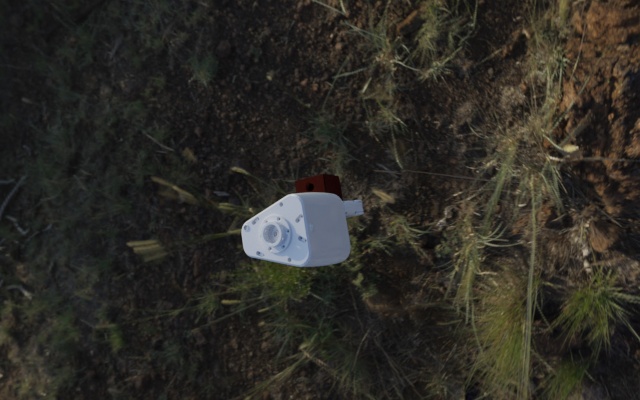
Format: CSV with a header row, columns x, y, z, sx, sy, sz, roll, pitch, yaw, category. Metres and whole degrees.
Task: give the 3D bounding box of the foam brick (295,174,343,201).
x,y,z,sx,sy,sz,roll,pitch,yaw,category
0.000,0.002,0.727,0.053,0.078,0.051,-13,-8,30,foam brick
